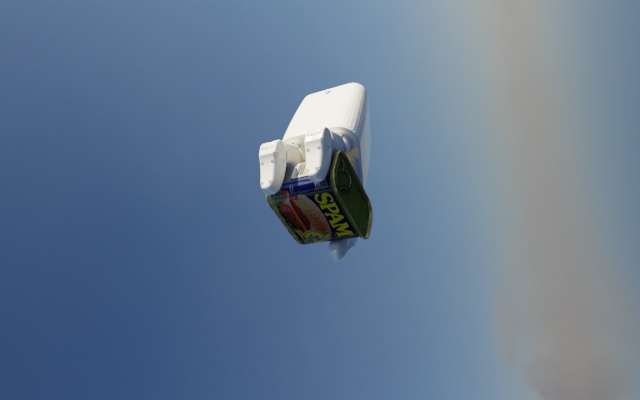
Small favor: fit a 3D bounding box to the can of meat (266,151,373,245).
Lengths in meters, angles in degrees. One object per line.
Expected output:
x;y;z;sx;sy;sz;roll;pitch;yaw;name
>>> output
0.000;0.002;0.529;0.084;0.057;0.102;-10;-48;25;can of meat
